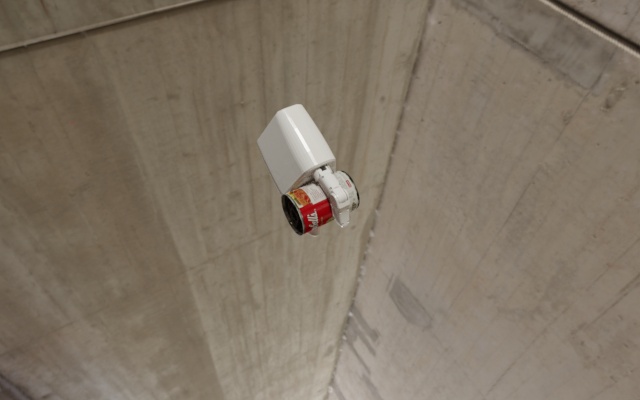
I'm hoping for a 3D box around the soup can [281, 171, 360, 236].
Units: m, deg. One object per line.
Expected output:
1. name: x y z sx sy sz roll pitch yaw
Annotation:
1. soup can: 0.001 0.003 0.731 0.102 0.068 0.068 -24 9 -21
